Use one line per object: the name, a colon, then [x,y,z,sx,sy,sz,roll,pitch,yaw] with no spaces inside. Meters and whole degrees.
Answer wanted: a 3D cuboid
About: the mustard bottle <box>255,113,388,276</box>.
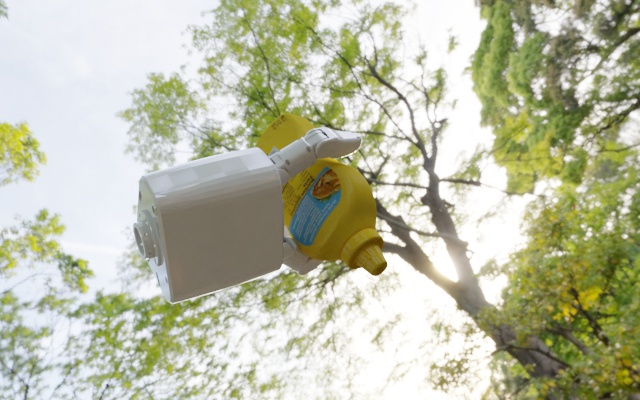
mustard bottle: [0.000,0.001,0.471,0.058,0.096,0.191,7,33,-47]
